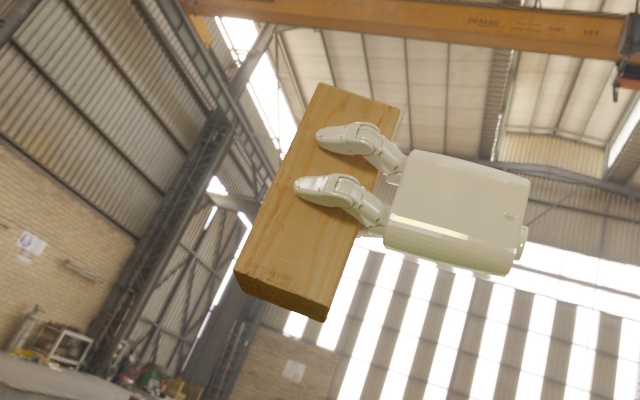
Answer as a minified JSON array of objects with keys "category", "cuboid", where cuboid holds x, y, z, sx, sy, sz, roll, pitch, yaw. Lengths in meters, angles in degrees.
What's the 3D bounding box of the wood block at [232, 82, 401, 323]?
[{"category":"wood block","cuboid":[0.000,0.002,0.471,0.090,0.206,0.091,20,-23,6]}]
